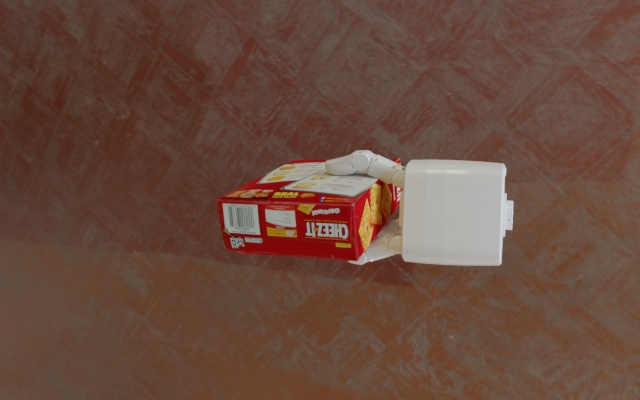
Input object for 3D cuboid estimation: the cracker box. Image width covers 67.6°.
[{"bbox_3d":[0.000,0.002,0.600,0.164,0.072,0.213,1,17,22],"label":"cracker box"}]
